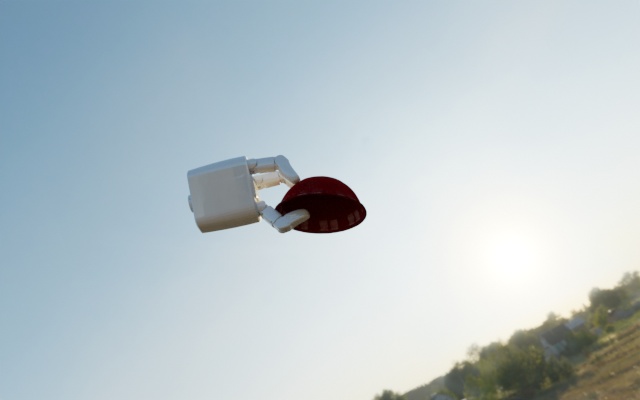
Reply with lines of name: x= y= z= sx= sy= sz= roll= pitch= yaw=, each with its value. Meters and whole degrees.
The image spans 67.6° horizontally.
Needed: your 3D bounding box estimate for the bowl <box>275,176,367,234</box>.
bowl: x=0.001 y=0.002 z=0.838 sx=0.162 sy=0.055 sz=0.162 roll=1 pitch=-28 yaw=0
